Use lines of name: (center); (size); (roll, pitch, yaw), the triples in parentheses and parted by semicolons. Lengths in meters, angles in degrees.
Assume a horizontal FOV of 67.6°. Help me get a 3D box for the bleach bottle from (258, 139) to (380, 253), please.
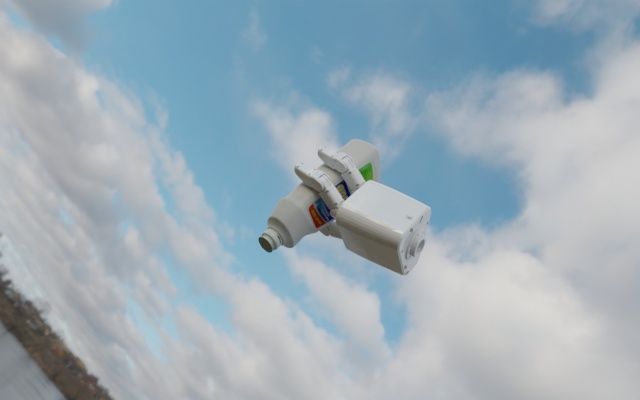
bleach bottle: (0.000, 0.002, 0.754); (0.068, 0.103, 0.250); (25, 49, 30)
